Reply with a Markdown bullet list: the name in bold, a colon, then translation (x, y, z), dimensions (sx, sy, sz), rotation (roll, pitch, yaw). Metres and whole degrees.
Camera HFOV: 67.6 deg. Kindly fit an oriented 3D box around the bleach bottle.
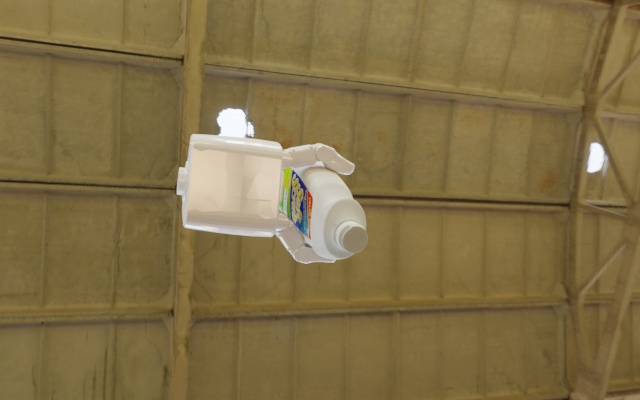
- **bleach bottle**: translation (0.000, 0.002, 0.596), dimensions (0.068, 0.102, 0.250), rotation (5, 12, -19)
